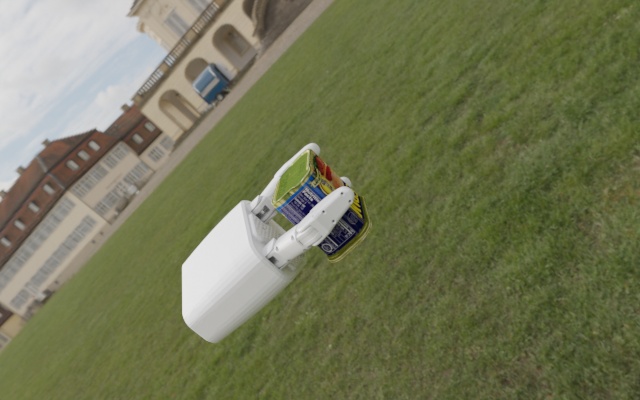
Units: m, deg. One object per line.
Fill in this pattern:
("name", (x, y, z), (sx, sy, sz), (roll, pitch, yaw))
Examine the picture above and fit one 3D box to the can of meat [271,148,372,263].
("can of meat", (0.000, 0.001, 0.486), (0.057, 0.084, 0.102), (-43, 16, 15))
